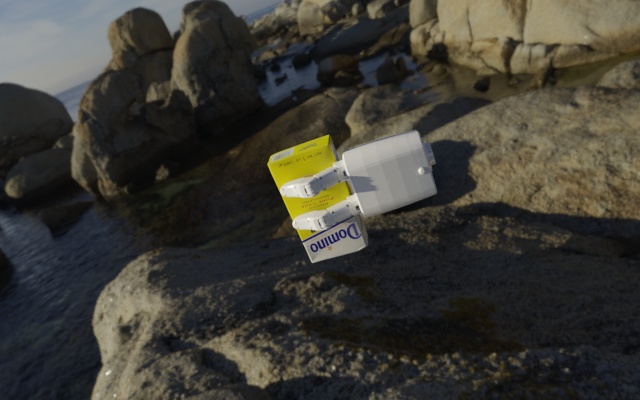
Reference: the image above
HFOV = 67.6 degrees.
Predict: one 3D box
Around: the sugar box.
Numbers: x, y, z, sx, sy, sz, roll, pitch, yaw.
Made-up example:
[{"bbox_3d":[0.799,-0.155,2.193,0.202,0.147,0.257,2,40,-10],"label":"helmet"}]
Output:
[{"bbox_3d":[0.000,0.002,0.696,0.093,0.176,0.048,-17,23,13],"label":"sugar box"}]
